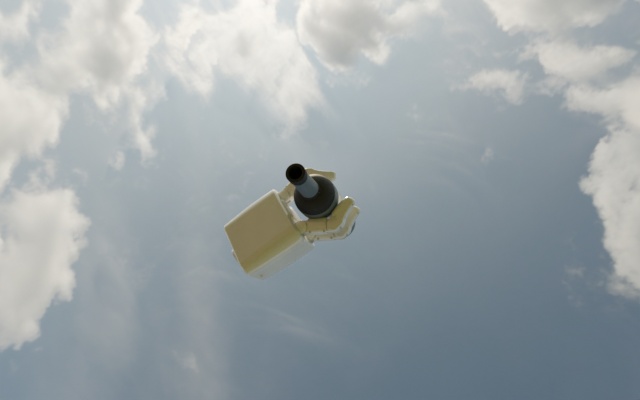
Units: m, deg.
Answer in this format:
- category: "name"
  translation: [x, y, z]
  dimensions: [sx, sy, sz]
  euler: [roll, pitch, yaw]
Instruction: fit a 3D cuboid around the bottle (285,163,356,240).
- category: "bottle"
  translation: [0.000, 0.003, 0.764]
  dimensions: [0.069, 0.069, 0.296]
  euler: [0, -15, 14]
